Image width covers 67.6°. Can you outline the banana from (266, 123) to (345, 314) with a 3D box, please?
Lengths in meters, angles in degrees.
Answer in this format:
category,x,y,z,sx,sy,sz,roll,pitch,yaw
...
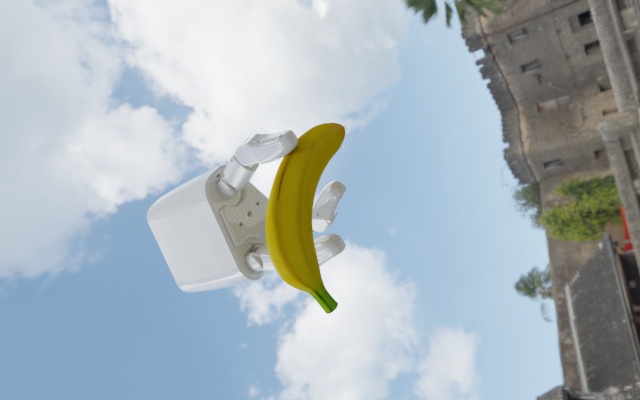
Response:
category,x,y,z,sx,sy,sz,roll,pitch,yaw
banana,-0.012,-0.005,0.414,0.037,0.197,0.070,-22,-43,36
